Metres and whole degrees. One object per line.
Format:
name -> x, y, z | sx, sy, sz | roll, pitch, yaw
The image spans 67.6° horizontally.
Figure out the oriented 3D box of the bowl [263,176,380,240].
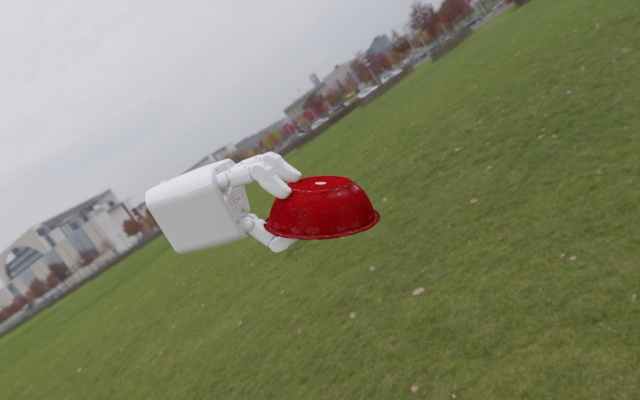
bowl -> 0.001, 0.002, 0.656 | 0.162, 0.055, 0.162 | -3, 15, 1
